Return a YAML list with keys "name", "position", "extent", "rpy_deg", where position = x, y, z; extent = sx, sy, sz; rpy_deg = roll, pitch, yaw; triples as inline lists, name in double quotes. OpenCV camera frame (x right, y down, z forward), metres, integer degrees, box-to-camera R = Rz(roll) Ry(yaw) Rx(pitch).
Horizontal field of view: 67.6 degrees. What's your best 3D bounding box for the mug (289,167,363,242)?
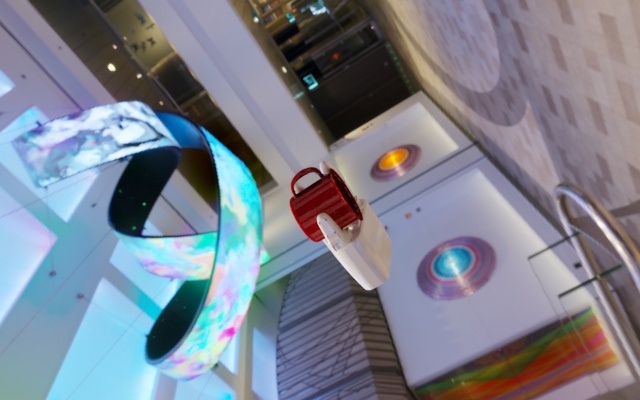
- name: "mug"
  position: [-0.001, 0.001, 0.721]
  extent: [0.081, 0.117, 0.093]
  rpy_deg: [-32, 27, 11]
